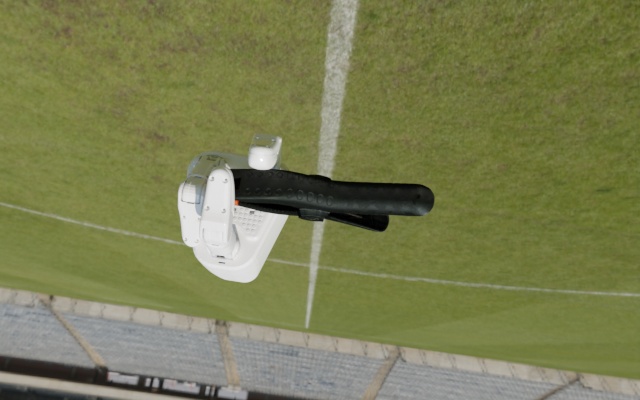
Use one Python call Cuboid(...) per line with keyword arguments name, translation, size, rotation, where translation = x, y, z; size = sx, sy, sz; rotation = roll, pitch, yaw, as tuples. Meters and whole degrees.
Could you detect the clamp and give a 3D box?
Cuboid(name="clamp", translation=(0.000, 0.002, 0.413), size=(0.171, 0.039, 0.120), rotation=(9, -18, 0))
